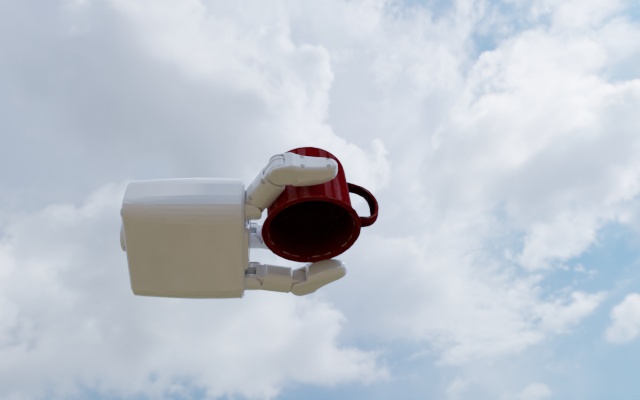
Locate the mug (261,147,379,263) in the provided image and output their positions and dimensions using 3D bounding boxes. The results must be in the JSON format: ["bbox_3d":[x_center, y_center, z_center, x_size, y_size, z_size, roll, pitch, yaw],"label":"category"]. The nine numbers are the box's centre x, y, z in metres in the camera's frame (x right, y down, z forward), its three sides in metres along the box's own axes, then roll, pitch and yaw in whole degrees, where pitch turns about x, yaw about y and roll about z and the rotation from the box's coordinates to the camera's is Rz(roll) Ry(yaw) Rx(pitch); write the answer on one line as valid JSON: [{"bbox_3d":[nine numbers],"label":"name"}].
[{"bbox_3d":[0.001,0.001,0.473,0.117,0.093,0.081,1,45,-9],"label":"mug"}]
